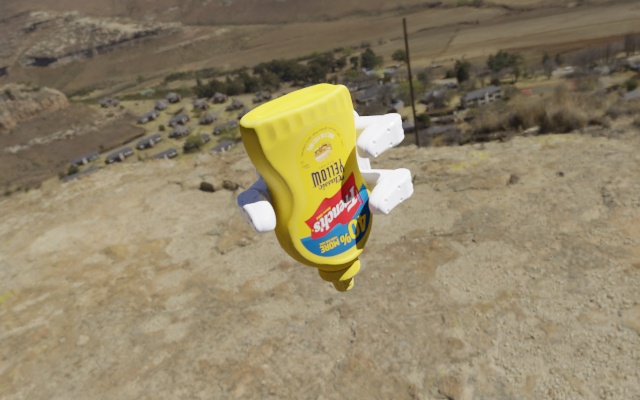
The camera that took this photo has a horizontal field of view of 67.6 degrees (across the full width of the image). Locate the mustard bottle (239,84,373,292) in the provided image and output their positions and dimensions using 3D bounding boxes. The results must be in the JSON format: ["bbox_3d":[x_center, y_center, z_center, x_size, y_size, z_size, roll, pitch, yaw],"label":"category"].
[{"bbox_3d":[0.000,0.001,0.428,0.096,0.192,0.058,-30,29,-28],"label":"mustard bottle"}]
